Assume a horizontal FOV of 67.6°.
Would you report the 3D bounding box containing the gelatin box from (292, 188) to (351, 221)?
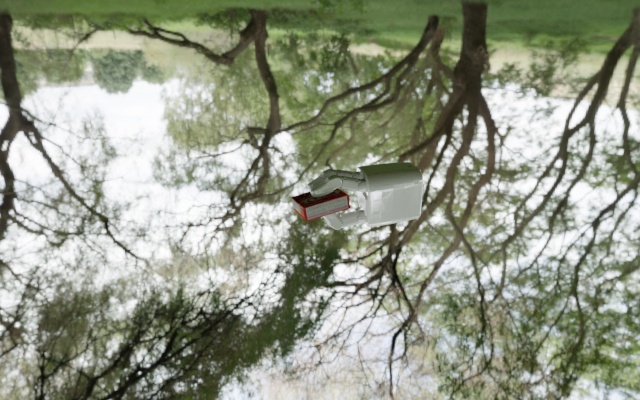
[{"bbox_3d":[0.000,0.003,0.878,0.089,0.030,0.073,-17,21,-16],"label":"gelatin box"}]
